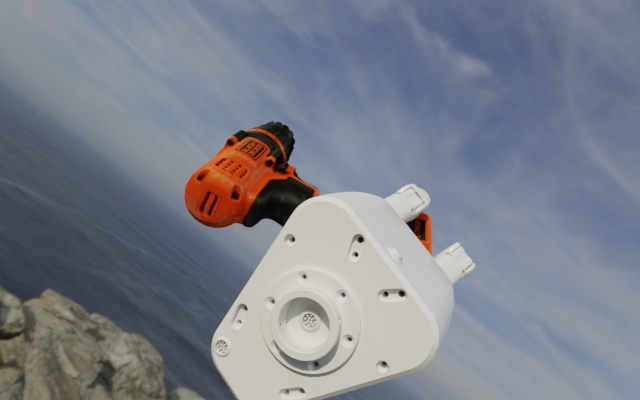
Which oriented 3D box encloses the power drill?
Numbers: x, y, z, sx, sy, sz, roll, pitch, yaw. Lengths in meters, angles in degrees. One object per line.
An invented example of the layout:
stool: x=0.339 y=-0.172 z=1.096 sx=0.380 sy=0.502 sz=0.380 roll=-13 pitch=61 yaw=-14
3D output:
power drill: x=0.000 y=0.002 z=0.406 sx=0.187 sy=0.057 sz=0.184 roll=27 pitch=26 yaw=0
